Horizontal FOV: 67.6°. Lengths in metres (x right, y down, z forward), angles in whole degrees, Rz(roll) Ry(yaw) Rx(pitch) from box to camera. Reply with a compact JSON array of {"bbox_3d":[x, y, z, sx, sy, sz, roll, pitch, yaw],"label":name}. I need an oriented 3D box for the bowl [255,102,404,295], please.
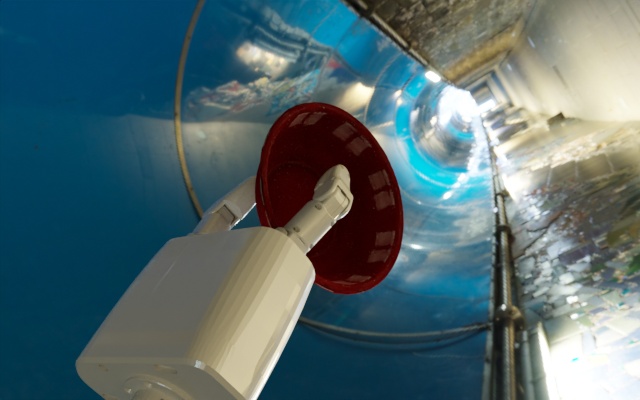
[{"bbox_3d":[0.001,0.001,0.410,0.162,0.162,0.055,0,-14,-43],"label":"bowl"}]
